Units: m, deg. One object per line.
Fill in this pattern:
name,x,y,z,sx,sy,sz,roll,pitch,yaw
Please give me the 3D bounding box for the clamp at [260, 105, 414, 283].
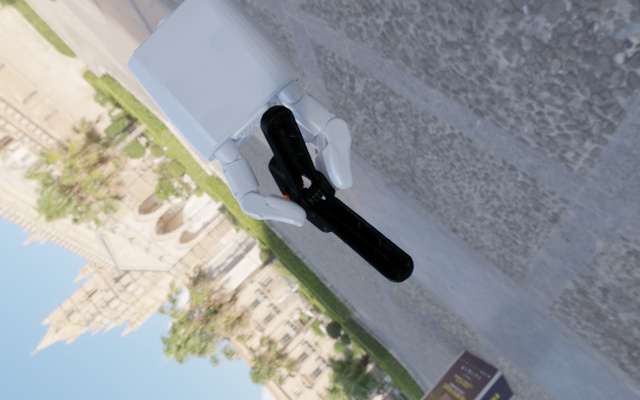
clamp,-0.001,0.002,0.437,0.036,0.164,0.210,-41,5,-9
